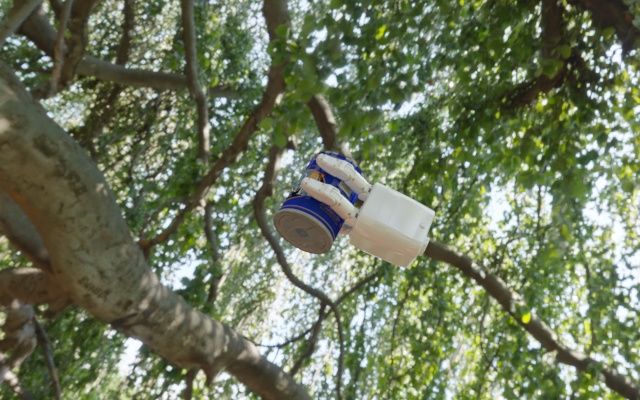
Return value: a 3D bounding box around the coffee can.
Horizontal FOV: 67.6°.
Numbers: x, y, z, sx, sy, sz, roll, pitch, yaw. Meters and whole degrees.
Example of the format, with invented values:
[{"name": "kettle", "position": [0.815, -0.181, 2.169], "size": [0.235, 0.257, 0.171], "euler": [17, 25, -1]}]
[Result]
[{"name": "coffee can", "position": [0.000, 0.003, 0.784], "size": [0.103, 0.140, 0.103], "euler": [20, -35, 15]}]
